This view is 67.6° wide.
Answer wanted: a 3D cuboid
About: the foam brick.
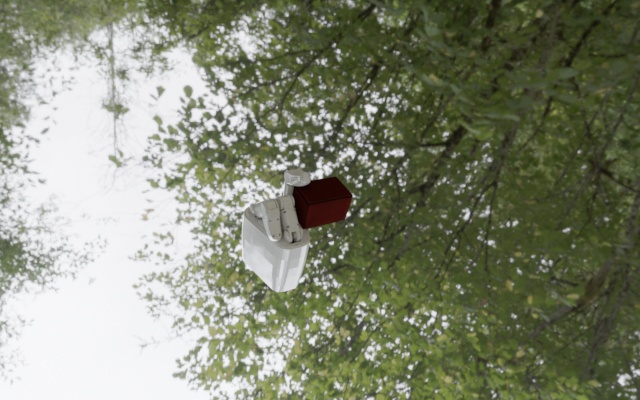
[{"bbox_3d":[0.000,0.002,0.742,0.078,0.051,0.053,-11,43,-27],"label":"foam brick"}]
